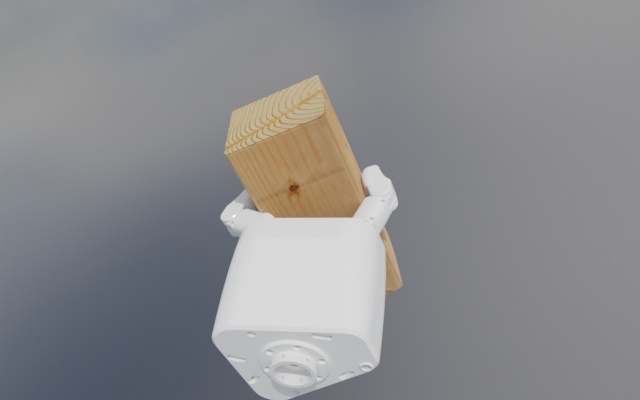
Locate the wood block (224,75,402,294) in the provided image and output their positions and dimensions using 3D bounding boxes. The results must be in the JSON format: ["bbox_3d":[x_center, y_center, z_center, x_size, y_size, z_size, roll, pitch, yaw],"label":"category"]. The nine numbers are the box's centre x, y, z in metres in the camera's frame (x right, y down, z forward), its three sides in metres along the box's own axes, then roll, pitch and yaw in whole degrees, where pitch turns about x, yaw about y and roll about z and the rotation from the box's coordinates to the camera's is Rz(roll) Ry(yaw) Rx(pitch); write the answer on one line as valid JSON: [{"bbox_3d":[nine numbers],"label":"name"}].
[{"bbox_3d":[0.000,0.002,0.463,0.091,0.206,0.090,-21,34,10],"label":"wood block"}]
